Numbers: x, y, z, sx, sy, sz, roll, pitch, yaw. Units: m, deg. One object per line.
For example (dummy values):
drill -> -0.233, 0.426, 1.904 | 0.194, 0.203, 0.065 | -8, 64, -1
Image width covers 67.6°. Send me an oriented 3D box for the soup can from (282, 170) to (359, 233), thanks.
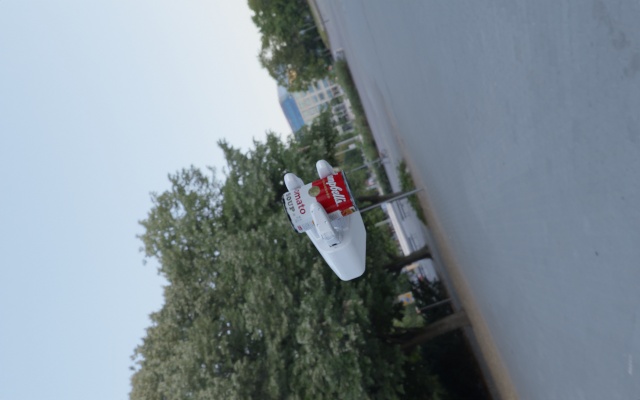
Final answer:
soup can -> 0.000, 0.002, 0.738 | 0.102, 0.068, 0.068 | -21, -3, 7
